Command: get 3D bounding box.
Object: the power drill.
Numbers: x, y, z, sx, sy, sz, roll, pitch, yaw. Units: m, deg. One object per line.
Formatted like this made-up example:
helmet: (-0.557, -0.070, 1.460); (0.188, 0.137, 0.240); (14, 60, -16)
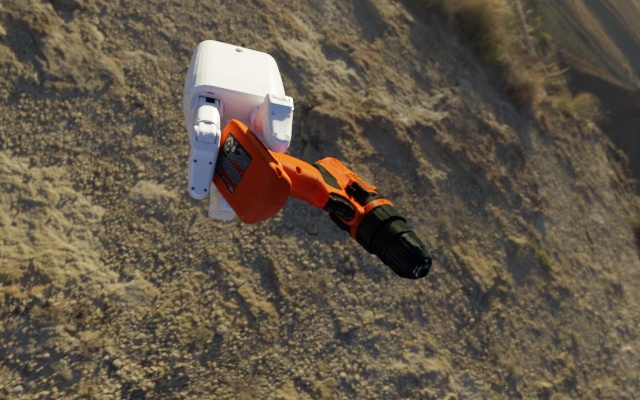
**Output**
power drill: (0.000, 0.001, 0.444); (0.188, 0.057, 0.184); (19, 18, -44)
